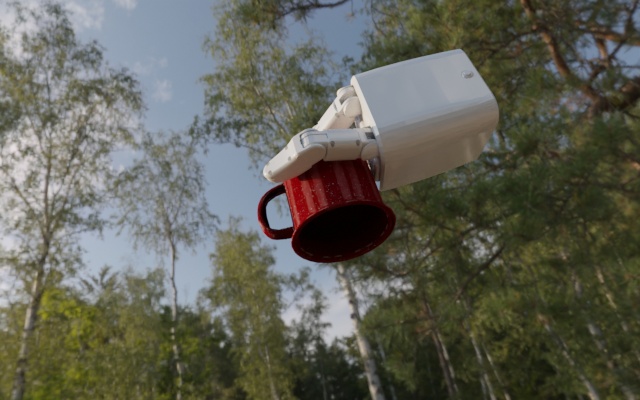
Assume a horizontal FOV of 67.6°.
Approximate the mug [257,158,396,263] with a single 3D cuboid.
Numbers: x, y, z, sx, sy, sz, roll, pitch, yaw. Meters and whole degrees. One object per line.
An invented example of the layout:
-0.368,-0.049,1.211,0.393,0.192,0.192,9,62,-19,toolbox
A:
-0.001,0.002,0.434,0.117,0.081,0.093,-15,-36,-1,mug
